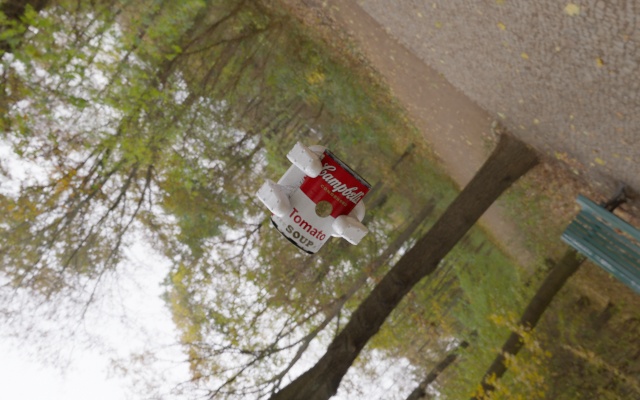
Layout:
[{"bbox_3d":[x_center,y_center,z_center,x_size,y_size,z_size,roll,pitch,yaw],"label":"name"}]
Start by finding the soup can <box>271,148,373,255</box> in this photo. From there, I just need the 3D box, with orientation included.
[{"bbox_3d":[0.000,0.002,0.538,0.068,0.102,0.068,39,7,-6],"label":"soup can"}]
